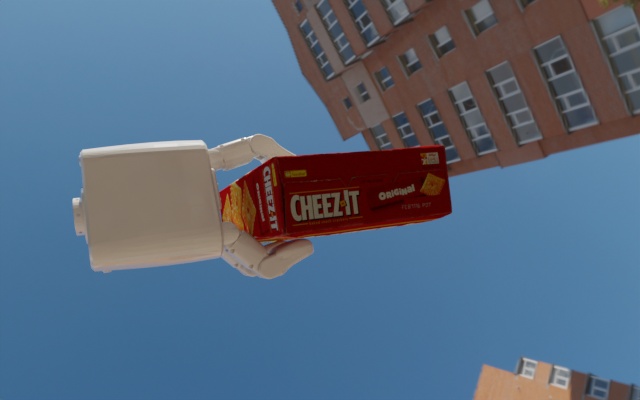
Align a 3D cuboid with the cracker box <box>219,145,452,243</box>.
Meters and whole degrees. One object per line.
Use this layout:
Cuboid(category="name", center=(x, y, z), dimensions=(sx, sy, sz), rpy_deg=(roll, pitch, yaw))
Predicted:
Cuboid(category="cracker box", center=(0.000, 0.001, 0.487), dimensions=(0.164, 0.072, 0.214), rpy_deg=(-7, -3, -24))
